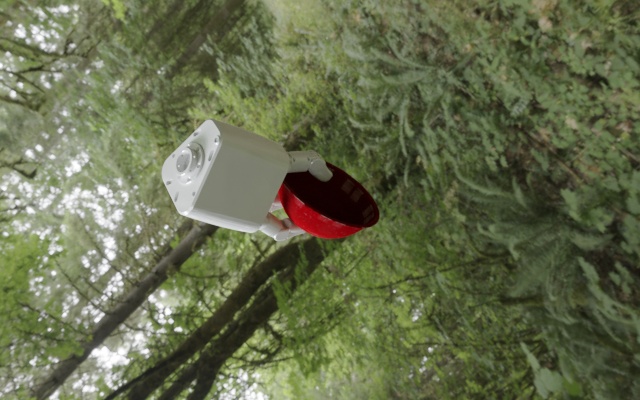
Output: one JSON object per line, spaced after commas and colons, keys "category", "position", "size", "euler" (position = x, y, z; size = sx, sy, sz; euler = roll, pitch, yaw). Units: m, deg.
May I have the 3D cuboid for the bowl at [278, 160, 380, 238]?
{"category": "bowl", "position": [0.001, 0.003, 0.668], "size": [0.162, 0.055, 0.162], "euler": [24, 27, -14]}
